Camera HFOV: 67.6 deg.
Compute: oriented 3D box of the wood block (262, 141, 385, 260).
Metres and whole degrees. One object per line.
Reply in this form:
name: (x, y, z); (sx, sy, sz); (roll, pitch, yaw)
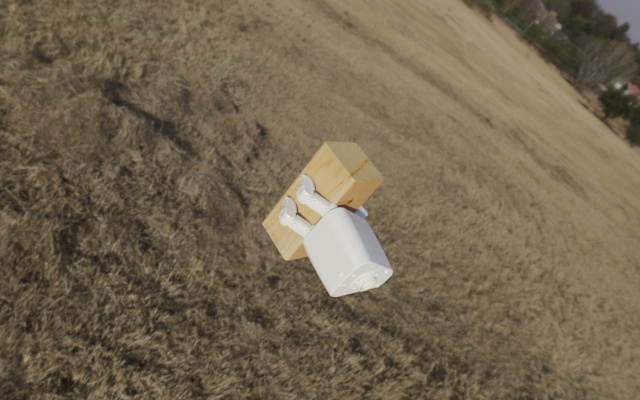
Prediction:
wood block: (0.001, 0.003, 0.830); (0.091, 0.090, 0.206); (-5, -38, -50)
